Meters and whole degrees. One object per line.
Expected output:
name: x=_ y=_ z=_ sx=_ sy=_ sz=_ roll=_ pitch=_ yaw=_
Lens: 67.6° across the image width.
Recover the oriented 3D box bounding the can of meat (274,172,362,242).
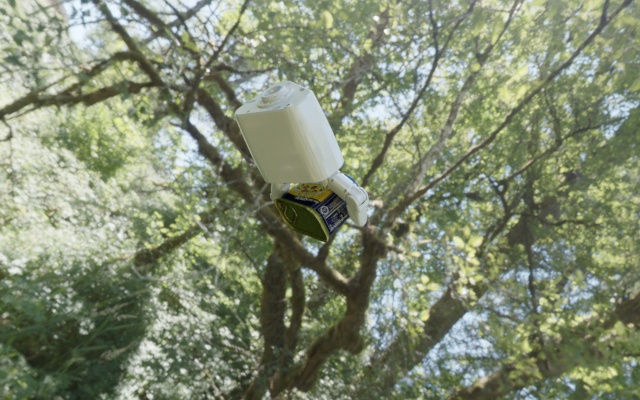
can of meat: x=0.000 y=0.002 z=0.659 sx=0.084 sy=0.057 sz=0.102 roll=-41 pitch=33 yaw=-25
